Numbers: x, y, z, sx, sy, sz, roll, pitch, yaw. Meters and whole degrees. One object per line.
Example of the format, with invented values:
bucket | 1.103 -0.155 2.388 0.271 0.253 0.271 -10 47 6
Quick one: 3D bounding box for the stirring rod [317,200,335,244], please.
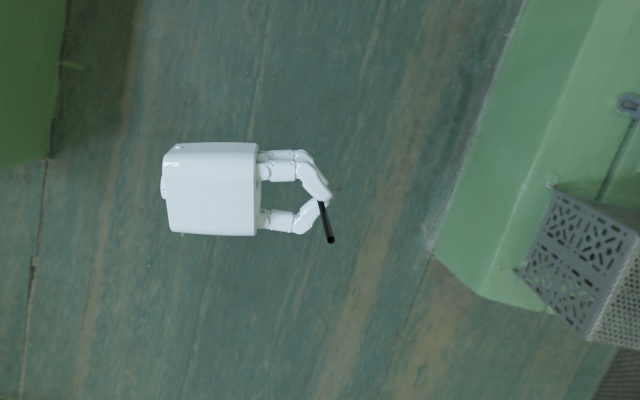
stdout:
stirring rod | 0.000 0.002 0.581 0.011 0.011 0.239 0 18 -5
